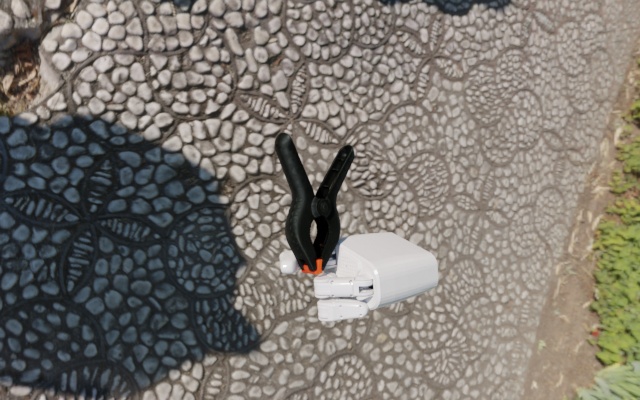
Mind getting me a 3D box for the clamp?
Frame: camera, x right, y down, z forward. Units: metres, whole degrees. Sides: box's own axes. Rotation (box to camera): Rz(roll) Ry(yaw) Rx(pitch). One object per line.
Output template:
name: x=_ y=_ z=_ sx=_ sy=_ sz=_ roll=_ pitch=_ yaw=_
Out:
clamp: x=0.000 y=0.002 z=0.590 sx=0.120 sy=0.171 sz=0.039 roll=-7 pitch=7 yaw=-35
